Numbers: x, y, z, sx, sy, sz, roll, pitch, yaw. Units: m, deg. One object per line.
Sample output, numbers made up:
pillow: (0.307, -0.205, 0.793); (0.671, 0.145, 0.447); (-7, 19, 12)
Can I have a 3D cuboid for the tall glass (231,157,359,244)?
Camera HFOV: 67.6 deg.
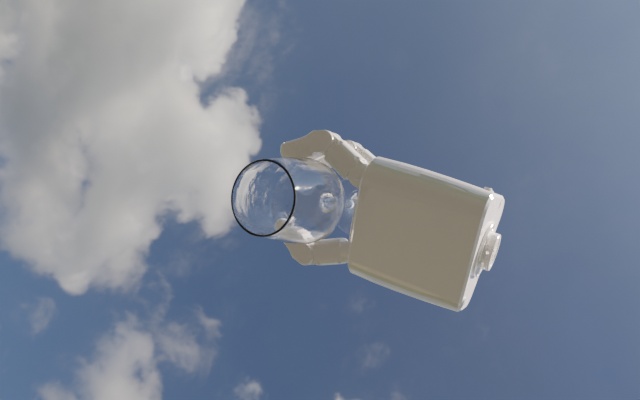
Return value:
tall glass: (0.000, 0.002, 0.462); (0.079, 0.079, 0.201); (0, -2, 28)
